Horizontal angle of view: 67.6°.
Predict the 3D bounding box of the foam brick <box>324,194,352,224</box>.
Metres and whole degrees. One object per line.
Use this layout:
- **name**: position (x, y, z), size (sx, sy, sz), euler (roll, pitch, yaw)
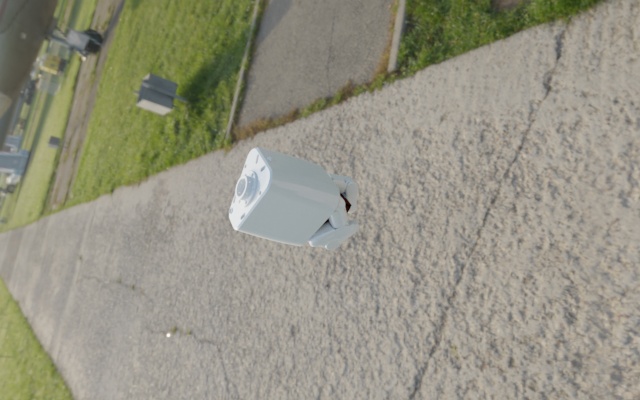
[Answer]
- **foam brick**: position (0.000, 0.002, 0.713), size (0.051, 0.053, 0.078), euler (16, 23, -33)
